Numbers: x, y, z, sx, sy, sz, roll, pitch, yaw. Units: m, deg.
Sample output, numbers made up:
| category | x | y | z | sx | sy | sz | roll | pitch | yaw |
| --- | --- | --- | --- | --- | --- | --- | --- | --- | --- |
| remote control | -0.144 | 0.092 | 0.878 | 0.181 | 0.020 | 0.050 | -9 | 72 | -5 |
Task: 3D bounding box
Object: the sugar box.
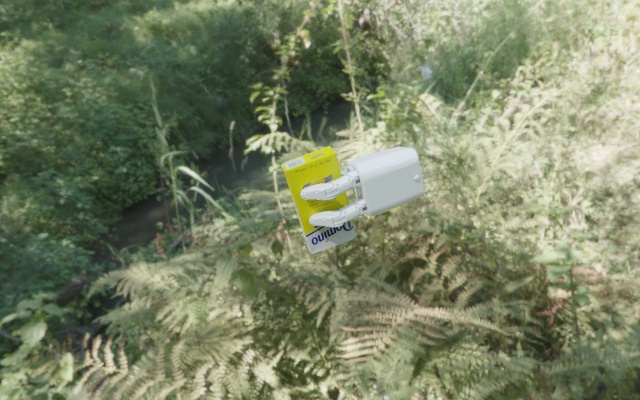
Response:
| category | x | y | z | sx | sy | sz | roll | pitch | yaw |
| --- | --- | --- | --- | --- | --- | --- | --- | --- | --- |
| sugar box | 0.000 | 0.003 | 0.845 | 0.093 | 0.176 | 0.048 | -20 | 27 | -6 |
